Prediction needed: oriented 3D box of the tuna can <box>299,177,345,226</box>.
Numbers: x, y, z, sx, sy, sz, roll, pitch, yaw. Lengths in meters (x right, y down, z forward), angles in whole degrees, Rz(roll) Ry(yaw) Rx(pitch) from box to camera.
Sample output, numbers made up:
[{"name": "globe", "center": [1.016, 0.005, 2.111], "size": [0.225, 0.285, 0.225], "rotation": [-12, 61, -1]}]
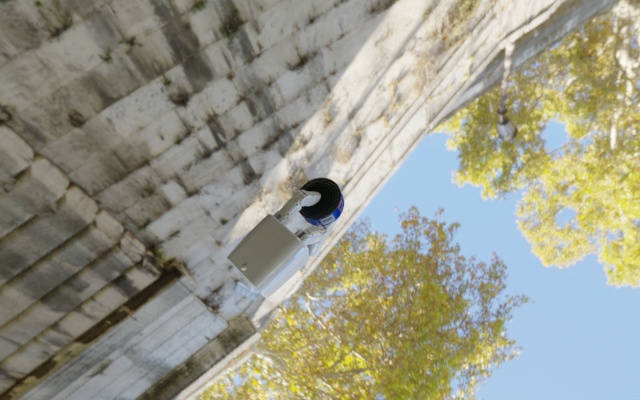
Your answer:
[{"name": "tuna can", "center": [0.000, 0.003, 0.872], "size": [0.086, 0.086, 0.034], "rotation": [0, -28, 19]}]
